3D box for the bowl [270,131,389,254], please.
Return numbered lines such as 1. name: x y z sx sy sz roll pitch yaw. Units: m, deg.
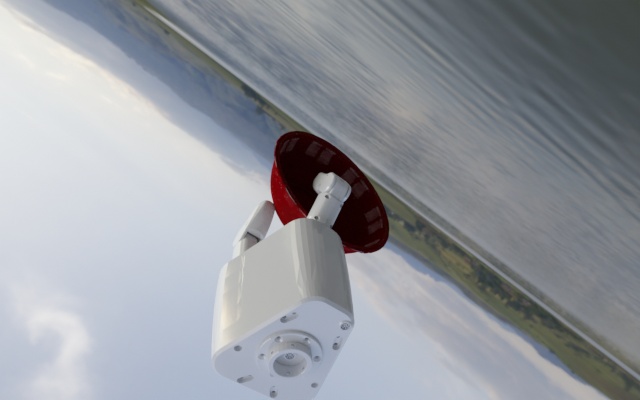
1. bowl: 0.000 0.001 0.528 0.055 0.162 0.162 -42 -25 31
